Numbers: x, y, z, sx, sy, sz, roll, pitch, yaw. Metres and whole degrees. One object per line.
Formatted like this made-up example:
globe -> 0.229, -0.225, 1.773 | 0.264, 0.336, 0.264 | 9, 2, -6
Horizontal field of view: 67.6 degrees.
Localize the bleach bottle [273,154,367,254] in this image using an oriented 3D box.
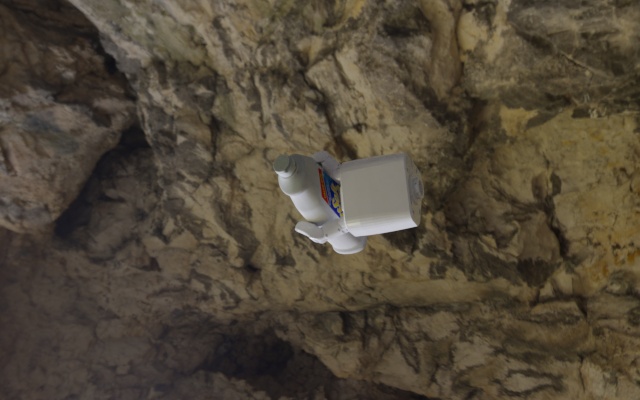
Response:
bleach bottle -> 0.000, 0.003, 0.790 | 0.068, 0.102, 0.251 | -11, -28, 25
